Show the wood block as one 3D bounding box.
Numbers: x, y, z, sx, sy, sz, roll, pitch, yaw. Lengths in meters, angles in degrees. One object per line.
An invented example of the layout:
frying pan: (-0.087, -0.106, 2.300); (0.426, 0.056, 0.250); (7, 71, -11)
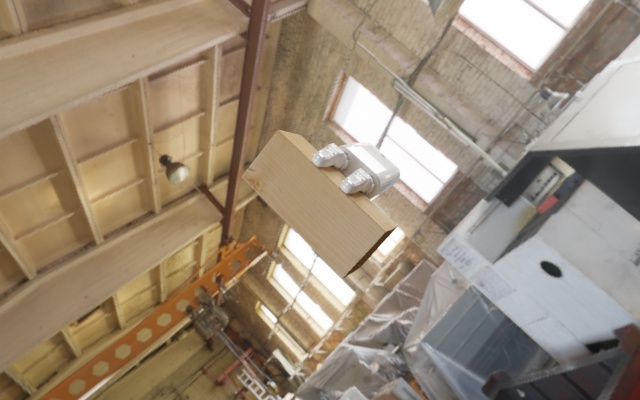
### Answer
wood block: (0.000, 0.002, 0.691); (0.206, 0.091, 0.090); (44, 16, 13)
